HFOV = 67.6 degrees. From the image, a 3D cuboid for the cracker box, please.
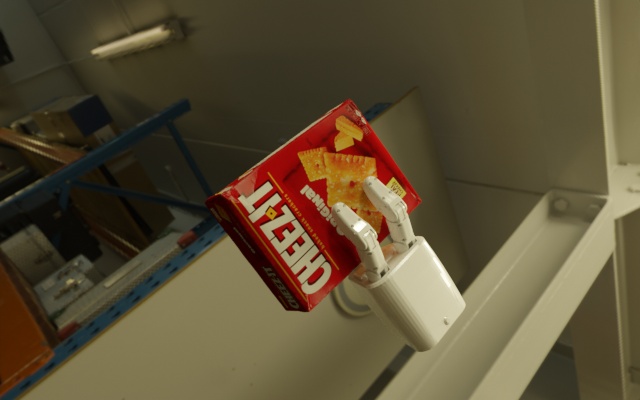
[{"bbox_3d":[0.000,0.002,0.576,0.213,0.164,0.072,-40,10,-28],"label":"cracker box"}]
